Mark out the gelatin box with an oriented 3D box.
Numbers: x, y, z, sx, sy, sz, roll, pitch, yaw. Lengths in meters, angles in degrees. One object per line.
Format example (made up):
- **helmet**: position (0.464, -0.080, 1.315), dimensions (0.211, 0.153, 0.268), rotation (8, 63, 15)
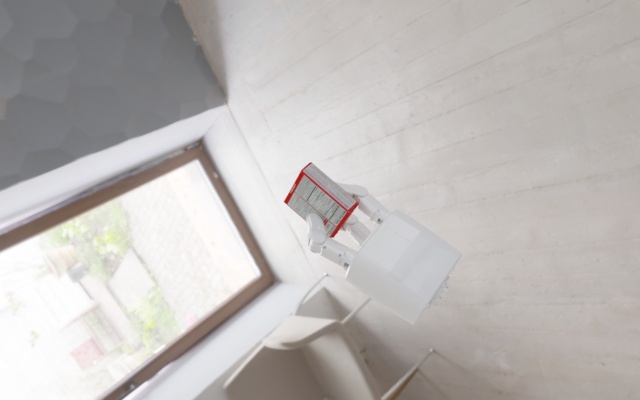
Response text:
- **gelatin box**: position (0.000, 0.002, 0.658), dimensions (0.030, 0.089, 0.073), rotation (-44, -9, -42)
